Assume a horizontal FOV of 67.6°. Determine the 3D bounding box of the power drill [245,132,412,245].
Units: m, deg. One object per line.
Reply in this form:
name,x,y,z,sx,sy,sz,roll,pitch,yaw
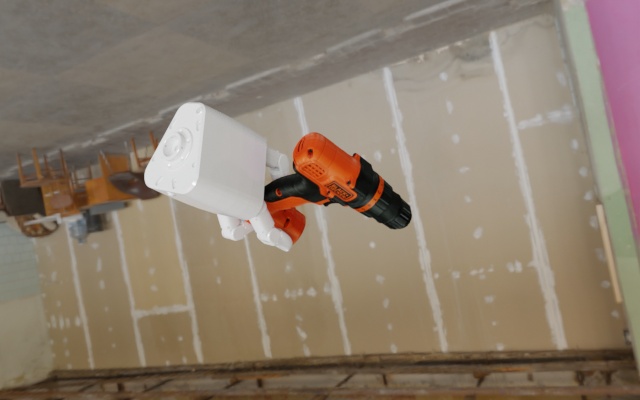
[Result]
power drill,0.000,0.002,0.620,0.184,0.057,0.188,36,-41,-28
